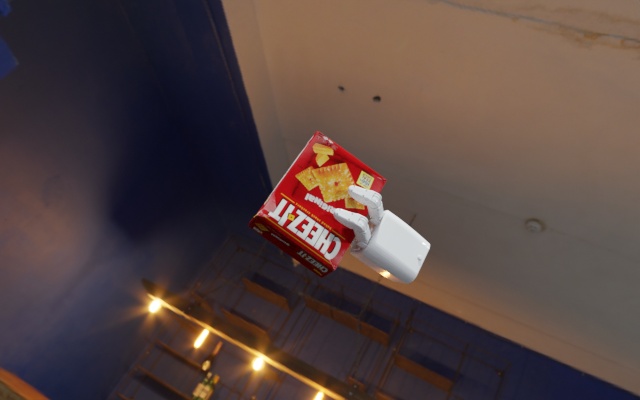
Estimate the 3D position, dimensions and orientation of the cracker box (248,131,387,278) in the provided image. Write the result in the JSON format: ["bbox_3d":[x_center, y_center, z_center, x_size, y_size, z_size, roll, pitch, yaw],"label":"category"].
[{"bbox_3d":[0.000,0.003,0.862,0.164,0.213,0.072,36,-29,-5],"label":"cracker box"}]
